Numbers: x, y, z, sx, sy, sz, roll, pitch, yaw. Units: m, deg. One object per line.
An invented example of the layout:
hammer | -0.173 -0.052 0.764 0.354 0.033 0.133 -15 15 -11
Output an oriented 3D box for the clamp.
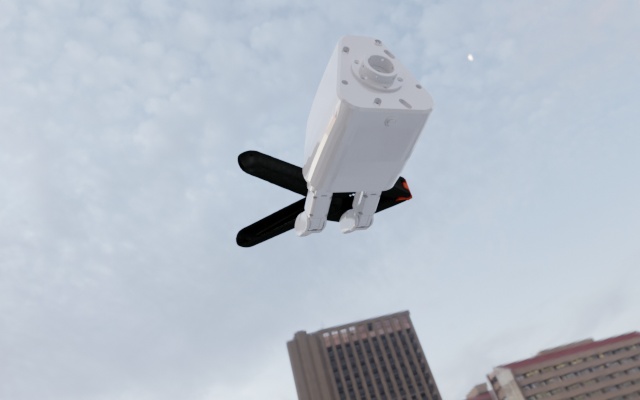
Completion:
clamp | 0.000 0.001 0.546 0.210 0.036 0.165 -2 -33 -20
